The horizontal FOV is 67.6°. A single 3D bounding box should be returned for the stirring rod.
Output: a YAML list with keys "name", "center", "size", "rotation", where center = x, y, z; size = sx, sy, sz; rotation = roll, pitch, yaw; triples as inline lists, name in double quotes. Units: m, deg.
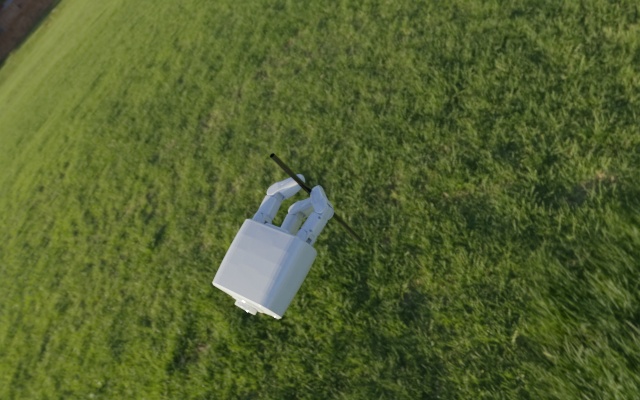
- name: "stirring rod"
  center: [0.000, 0.002, 0.725]
  size: [0.011, 0.011, 0.240]
  rotation: [0, -32, 40]
